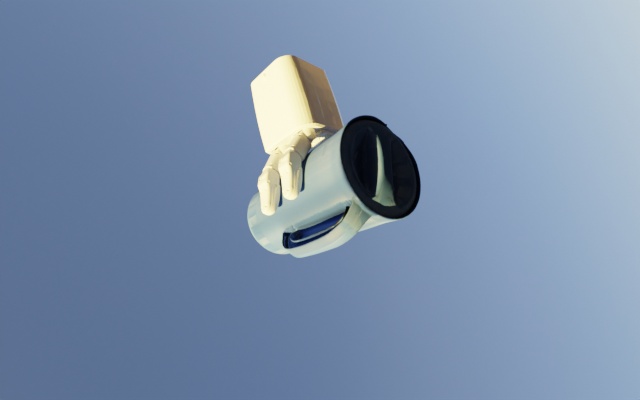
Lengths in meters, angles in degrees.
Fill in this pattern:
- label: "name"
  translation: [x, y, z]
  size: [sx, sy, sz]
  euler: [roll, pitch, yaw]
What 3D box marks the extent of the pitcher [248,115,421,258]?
- label: "pitcher"
  translation: [0.000, 0.002, 0.642]
  size: [0.149, 0.145, 0.243]
  euler: [-6, -15, -41]
